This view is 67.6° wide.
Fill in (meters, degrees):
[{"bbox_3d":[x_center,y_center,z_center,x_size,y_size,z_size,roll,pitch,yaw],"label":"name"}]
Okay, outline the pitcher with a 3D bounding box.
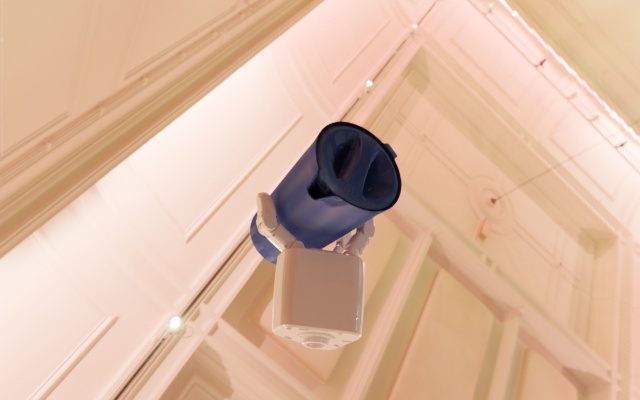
[{"bbox_3d":[0.000,0.002,0.696,0.149,0.145,0.243,19,-36,-25],"label":"pitcher"}]
